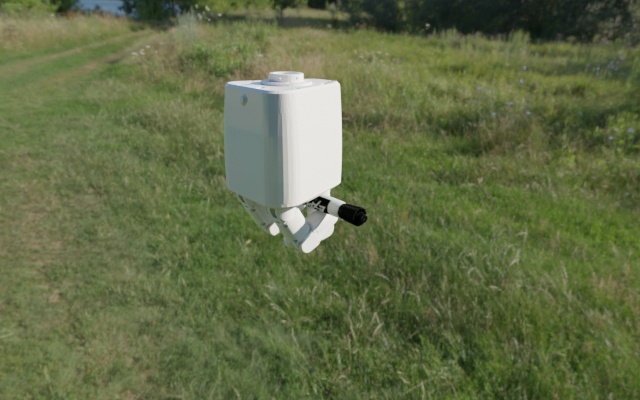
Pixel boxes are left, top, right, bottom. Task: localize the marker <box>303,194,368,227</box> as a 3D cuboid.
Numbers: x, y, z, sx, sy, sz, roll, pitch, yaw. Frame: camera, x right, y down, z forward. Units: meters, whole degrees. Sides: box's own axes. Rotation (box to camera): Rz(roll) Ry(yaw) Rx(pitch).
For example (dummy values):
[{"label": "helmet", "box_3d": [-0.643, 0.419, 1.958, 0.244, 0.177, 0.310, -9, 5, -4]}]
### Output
[{"label": "marker", "box_3d": [0.000, 0.002, 0.487, 0.020, 0.020, 0.121, 0, 15, -45]}]
